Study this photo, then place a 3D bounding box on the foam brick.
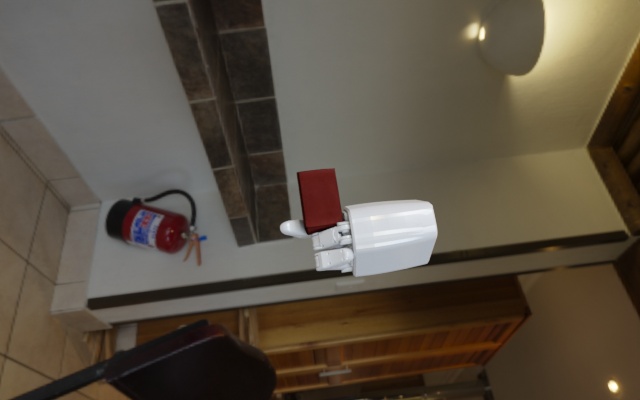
[{"bbox_3d":[0.000,0.002,0.641,0.051,0.078,0.053,-9,-14,1],"label":"foam brick"}]
